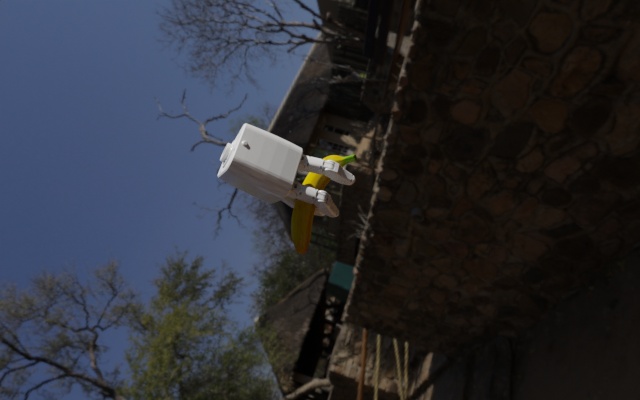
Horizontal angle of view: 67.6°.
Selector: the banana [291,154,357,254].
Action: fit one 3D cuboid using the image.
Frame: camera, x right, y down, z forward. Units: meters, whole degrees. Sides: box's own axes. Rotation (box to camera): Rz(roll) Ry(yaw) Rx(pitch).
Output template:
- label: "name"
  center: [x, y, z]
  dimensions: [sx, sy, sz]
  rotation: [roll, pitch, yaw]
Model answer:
- label: "banana"
  center: [-0.011, -0.004, 0.832]
  dimensions: [0.069, 0.197, 0.037]
  rotation: [18, -13, 46]
